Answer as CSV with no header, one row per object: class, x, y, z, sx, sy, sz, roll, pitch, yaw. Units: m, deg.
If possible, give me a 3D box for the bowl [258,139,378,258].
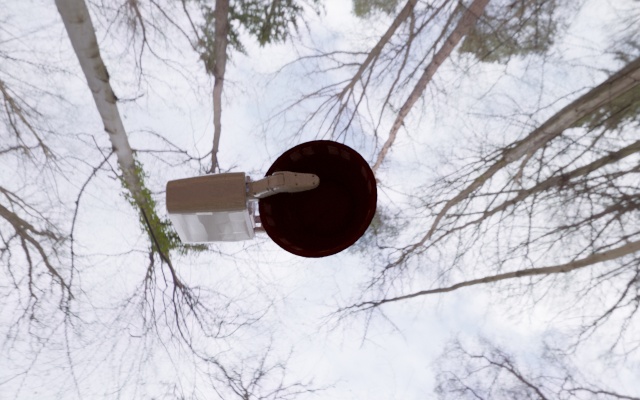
bowl,0.001,0.002,0.645,0.162,0.162,0.055,0,-16,14
